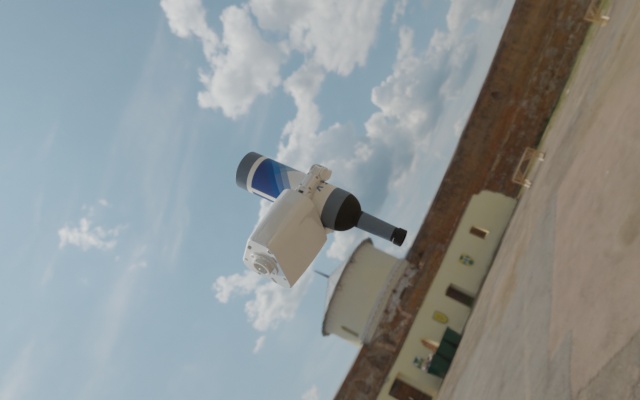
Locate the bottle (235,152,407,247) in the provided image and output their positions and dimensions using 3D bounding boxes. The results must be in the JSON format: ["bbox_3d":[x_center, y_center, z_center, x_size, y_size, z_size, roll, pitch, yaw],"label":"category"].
[{"bbox_3d":[0.000,0.002,0.777,0.295,0.069,0.069,24,8,19],"label":"bottle"}]
